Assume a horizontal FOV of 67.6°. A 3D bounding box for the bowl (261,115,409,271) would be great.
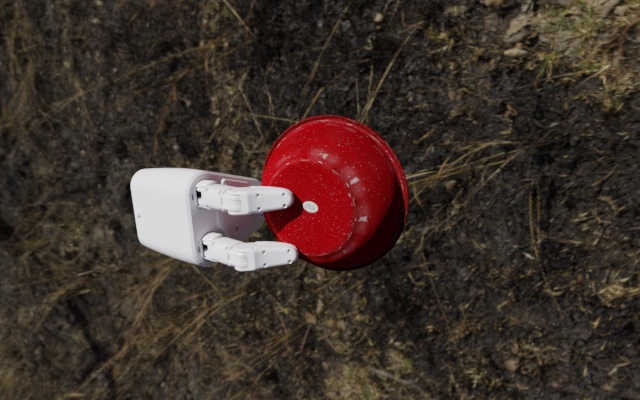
[{"bbox_3d":[0.001,0.001,0.459,0.162,0.162,0.055,0,14,25],"label":"bowl"}]
